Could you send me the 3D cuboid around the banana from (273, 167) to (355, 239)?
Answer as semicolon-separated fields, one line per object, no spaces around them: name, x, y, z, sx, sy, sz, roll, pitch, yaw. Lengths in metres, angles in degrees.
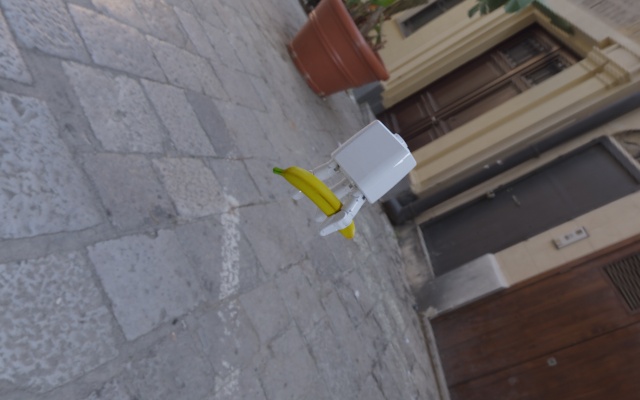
banana;0.005;0.001;0.836;0.198;0.037;0.069;44;-14;-18
